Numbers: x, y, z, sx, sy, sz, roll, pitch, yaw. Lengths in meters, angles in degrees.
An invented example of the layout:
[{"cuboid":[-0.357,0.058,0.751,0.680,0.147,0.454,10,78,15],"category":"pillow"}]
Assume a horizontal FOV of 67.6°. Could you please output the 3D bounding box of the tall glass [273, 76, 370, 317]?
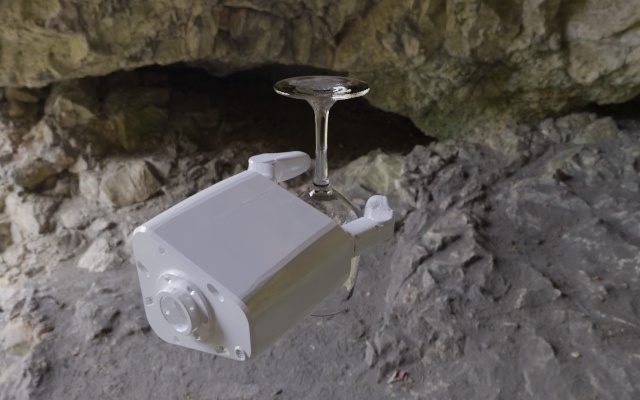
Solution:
[{"cuboid":[0.000,0.001,0.411,0.079,0.201,0.079,0,26,0],"category":"tall glass"}]
